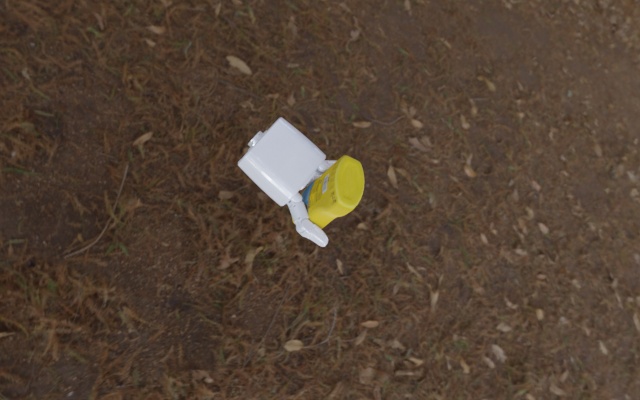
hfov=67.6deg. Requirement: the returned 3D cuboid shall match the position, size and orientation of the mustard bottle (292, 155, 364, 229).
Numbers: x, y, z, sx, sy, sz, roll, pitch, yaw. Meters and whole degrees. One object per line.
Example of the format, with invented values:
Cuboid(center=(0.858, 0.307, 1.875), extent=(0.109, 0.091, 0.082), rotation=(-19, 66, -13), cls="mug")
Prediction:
Cuboid(center=(0.001, 0.003, 0.832), extent=(0.058, 0.096, 0.192), rotation=(21, -31, -23), cls="mustard bottle")
